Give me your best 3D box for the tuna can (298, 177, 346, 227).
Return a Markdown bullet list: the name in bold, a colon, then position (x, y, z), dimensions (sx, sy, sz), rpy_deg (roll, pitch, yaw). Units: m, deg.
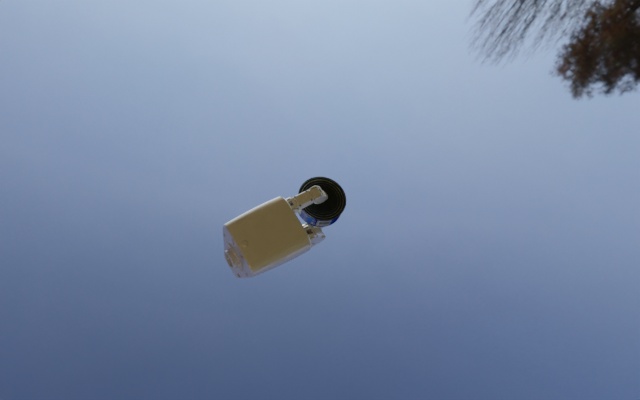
- **tuna can**: position (0.000, 0.003, 0.843), dimensions (0.086, 0.086, 0.034), rpy_deg (0, -27, -13)
